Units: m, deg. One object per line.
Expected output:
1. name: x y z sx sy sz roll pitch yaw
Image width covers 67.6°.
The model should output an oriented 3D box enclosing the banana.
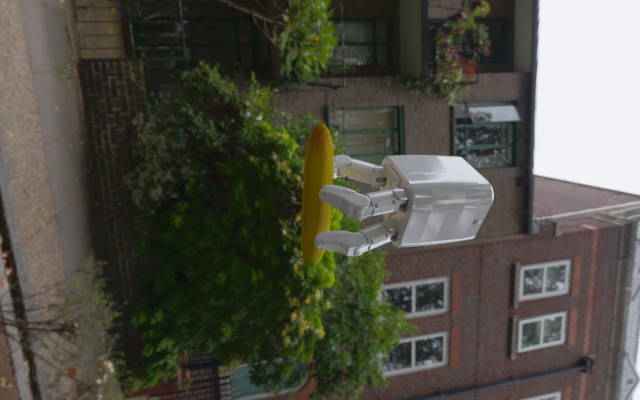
1. banana: -0.003 -0.001 0.590 0.037 0.198 0.069 0 20 -8
